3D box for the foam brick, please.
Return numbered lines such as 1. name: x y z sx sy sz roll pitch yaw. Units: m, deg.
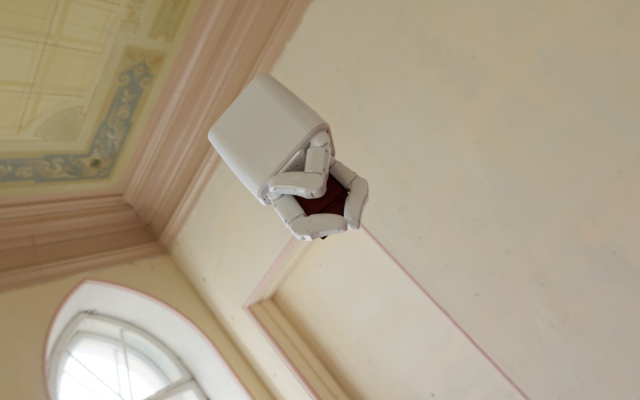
1. foam brick: 0.000 0.002 0.565 0.053 0.051 0.078 -42 -21 -9
